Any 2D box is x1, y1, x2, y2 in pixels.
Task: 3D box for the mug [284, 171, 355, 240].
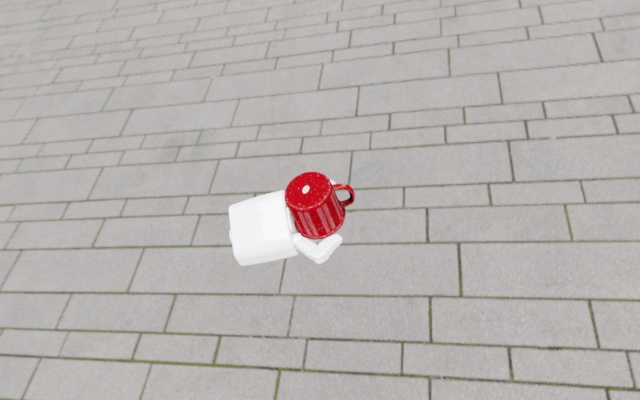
[{"bbox_3d":[0.001,0.002,0.800,0.117,0.093,0.082,-15,-39,7],"label":"mug"}]
